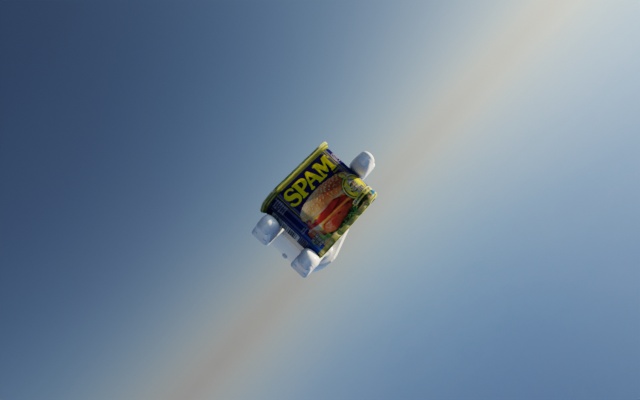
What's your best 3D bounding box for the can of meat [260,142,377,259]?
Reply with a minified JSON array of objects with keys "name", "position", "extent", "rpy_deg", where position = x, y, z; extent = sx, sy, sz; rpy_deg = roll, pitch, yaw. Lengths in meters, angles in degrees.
[{"name":"can of meat","position":[0.000,0.002,0.519],"extent":[0.102,0.084,0.057],"rpy_deg":[-46,-4,-22]}]
